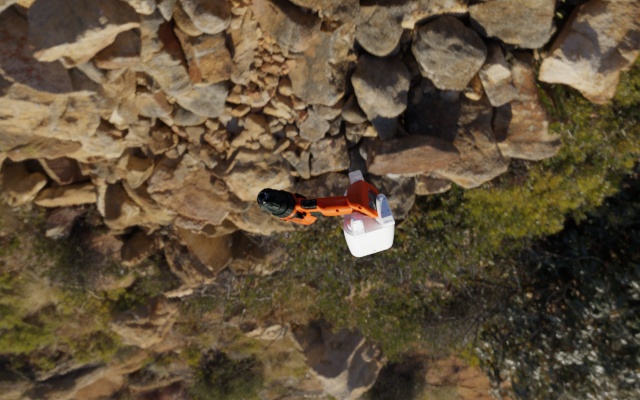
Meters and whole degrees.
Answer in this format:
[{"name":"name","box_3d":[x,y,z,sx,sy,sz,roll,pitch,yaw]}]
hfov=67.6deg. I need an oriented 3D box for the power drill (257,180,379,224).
[{"name":"power drill","box_3d":[0.001,0.003,0.868,0.187,0.057,0.184,-5,-11,25]}]
